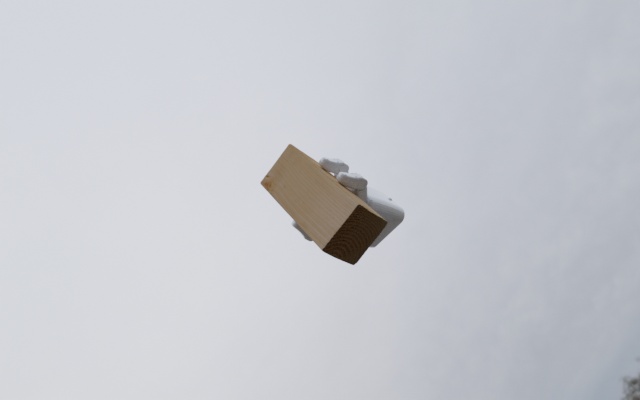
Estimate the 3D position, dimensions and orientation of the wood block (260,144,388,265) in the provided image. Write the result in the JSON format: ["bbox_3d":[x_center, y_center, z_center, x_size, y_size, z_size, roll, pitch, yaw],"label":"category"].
[{"bbox_3d":[0.000,0.003,0.791,0.090,0.091,0.206,30,10,-46],"label":"wood block"}]
